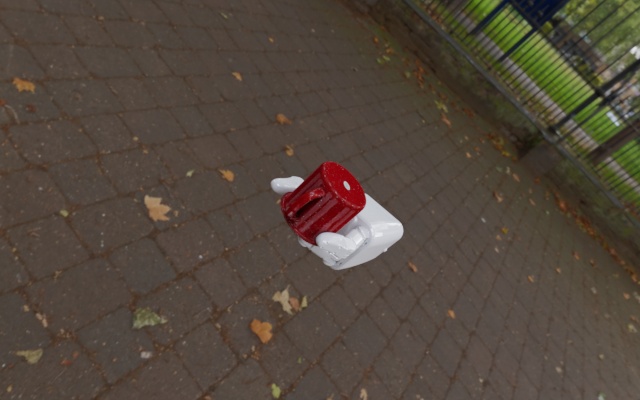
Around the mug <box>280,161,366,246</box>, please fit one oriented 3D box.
[{"bbox_3d":[-0.001,0.002,0.632,0.081,0.093,0.117,-42,-22,28],"label":"mug"}]
